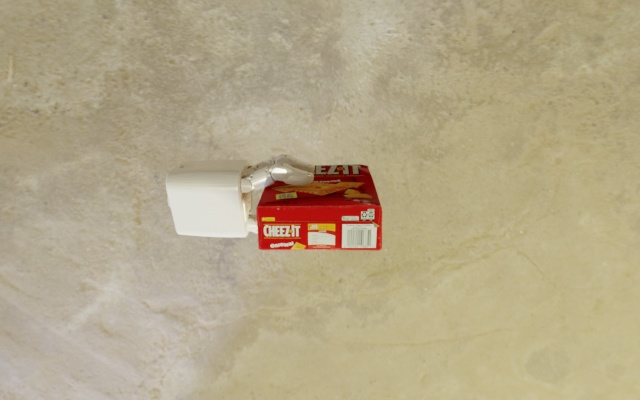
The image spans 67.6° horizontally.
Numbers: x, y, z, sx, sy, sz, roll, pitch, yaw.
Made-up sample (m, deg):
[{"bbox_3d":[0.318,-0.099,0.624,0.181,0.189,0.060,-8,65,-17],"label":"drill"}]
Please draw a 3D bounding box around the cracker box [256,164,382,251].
[{"bbox_3d":[0.000,0.003,0.712,0.164,0.072,0.213,0,19,1],"label":"cracker box"}]
